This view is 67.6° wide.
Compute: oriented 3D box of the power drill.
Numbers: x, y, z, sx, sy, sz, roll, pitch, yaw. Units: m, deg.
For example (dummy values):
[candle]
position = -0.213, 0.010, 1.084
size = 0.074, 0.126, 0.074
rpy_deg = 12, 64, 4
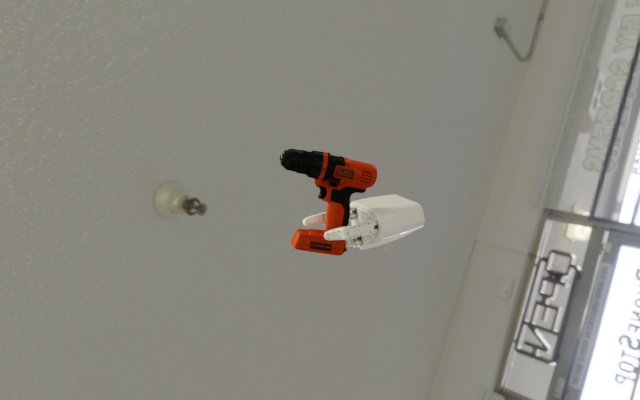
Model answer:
[power drill]
position = 0.000, 0.003, 0.892
size = 0.184, 0.188, 0.057
rpy_deg = 11, 16, -11
